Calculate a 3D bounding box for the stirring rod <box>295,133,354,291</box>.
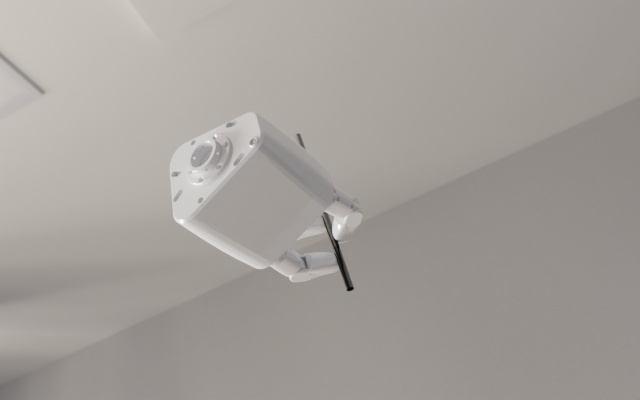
[{"bbox_3d":[0.000,0.002,0.560,0.011,0.239,0.011,-11,-40,-9],"label":"stirring rod"}]
